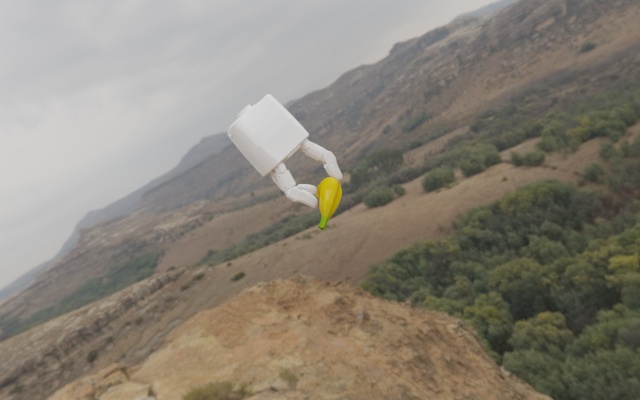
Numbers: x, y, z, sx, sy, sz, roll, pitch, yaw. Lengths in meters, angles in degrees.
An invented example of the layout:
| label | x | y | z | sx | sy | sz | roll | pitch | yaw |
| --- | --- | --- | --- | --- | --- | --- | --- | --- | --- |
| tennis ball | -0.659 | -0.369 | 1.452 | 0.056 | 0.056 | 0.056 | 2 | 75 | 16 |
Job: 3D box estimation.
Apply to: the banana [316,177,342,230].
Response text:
| label | x | y | z | sx | sy | sz | roll | pitch | yaw |
| --- | --- | --- | --- | --- | --- | --- | --- | --- | --- |
| banana | 0.011 | -0.011 | 0.876 | 0.037 | 0.069 | 0.197 | 35 | 13 | -8 |
